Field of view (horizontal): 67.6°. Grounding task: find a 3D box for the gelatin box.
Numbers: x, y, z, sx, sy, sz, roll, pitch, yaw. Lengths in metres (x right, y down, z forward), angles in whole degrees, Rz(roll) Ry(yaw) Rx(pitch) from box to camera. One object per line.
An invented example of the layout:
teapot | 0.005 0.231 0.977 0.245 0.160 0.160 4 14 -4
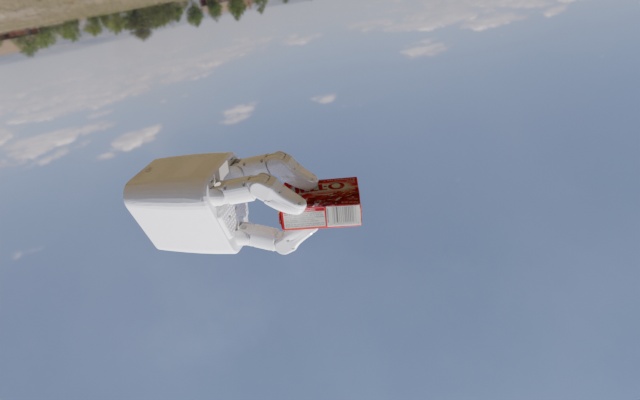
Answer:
gelatin box | 0.000 0.002 0.538 0.089 0.030 0.073 -4 25 3
